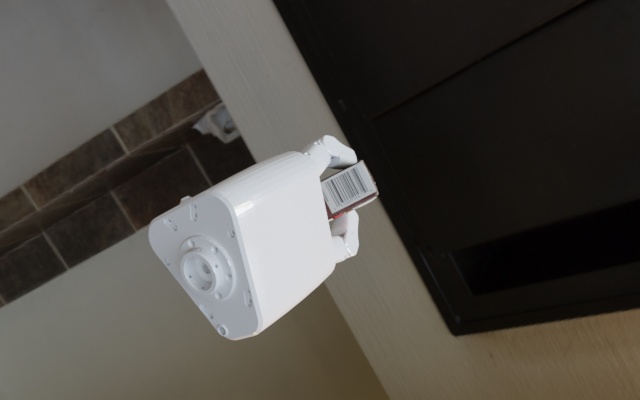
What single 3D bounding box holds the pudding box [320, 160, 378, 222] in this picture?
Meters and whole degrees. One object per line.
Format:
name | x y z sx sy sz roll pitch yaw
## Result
pudding box | 0.000 0.002 0.472 0.113 0.039 0.090 -25 1 6
